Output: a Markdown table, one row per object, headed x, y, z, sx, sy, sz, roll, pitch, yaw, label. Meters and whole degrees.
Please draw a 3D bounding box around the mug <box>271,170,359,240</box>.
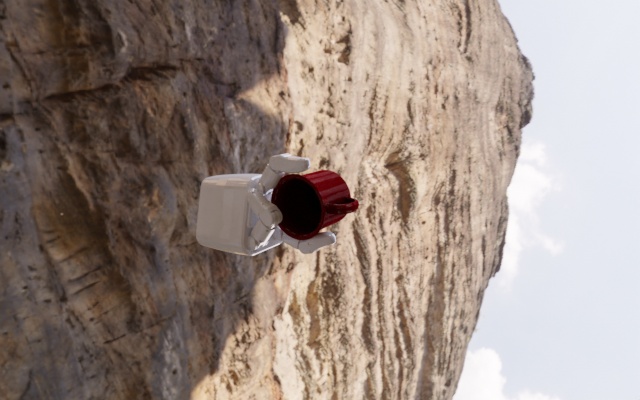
| x | y | z | sx | sy | sz | roll | pitch | yaw | label |
| --- | --- | --- | --- | --- | --- | --- | --- | --- | --- |
| 0.001 | 0.002 | 0.674 | 0.117 | 0.093 | 0.081 | 4 | 14 | 35 | mug |
